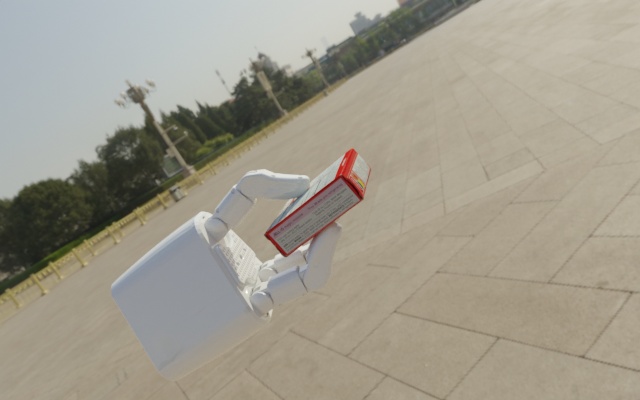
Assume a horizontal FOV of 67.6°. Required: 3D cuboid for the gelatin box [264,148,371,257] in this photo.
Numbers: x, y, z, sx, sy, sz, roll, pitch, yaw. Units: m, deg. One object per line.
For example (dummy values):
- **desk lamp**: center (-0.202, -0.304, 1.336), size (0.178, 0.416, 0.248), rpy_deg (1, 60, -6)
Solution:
- **gelatin box**: center (0.000, 0.001, 0.411), size (0.089, 0.030, 0.073), rpy_deg (-39, 10, 22)
